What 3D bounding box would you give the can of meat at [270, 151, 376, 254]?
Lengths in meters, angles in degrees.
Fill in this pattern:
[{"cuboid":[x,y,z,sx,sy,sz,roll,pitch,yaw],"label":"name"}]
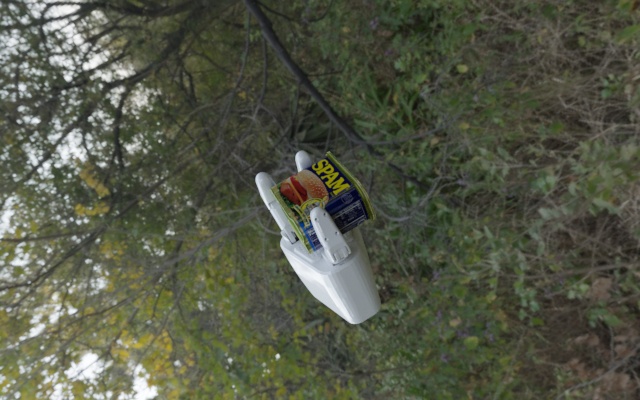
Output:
[{"cuboid":[0.000,0.002,0.542,0.084,0.057,0.102,-31,40,-6],"label":"can of meat"}]
